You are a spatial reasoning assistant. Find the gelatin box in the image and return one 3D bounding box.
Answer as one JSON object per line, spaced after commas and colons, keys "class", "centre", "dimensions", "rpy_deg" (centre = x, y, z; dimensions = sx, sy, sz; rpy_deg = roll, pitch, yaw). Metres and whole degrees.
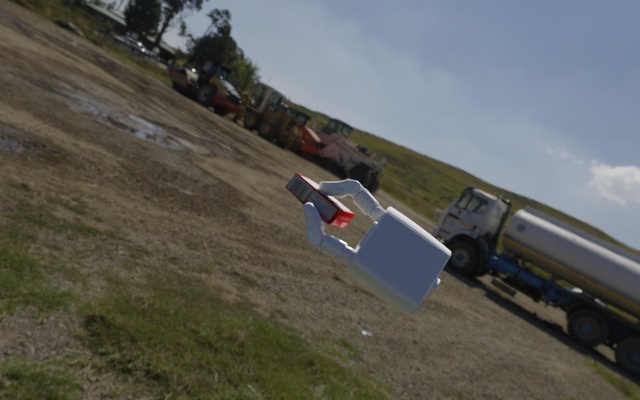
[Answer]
{"class": "gelatin box", "centre": [0.000, 0.002, 0.695], "dimensions": [0.089, 0.030, 0.073], "rpy_deg": [41, 7, 20]}
